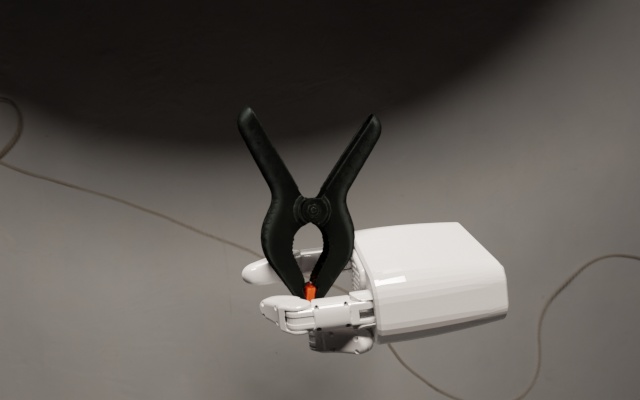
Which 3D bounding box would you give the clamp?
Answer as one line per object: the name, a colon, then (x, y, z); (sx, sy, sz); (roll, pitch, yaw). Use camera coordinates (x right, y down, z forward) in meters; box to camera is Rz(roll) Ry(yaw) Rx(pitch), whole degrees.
clamp: (0.000, 0.002, 0.400); (0.120, 0.171, 0.039); (-7, 5, -6)
